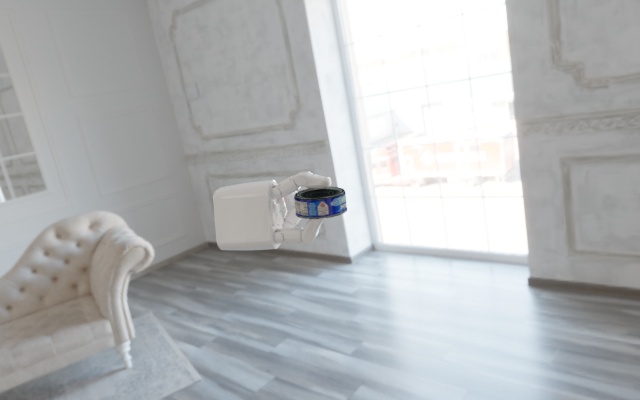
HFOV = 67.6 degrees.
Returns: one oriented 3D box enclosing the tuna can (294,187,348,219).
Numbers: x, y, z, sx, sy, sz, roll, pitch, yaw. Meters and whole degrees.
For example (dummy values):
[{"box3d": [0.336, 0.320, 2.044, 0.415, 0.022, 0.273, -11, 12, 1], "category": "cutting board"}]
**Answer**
[{"box3d": [0.000, 0.002, 0.776, 0.086, 0.034, 0.086, -5, 14, 1], "category": "tuna can"}]
